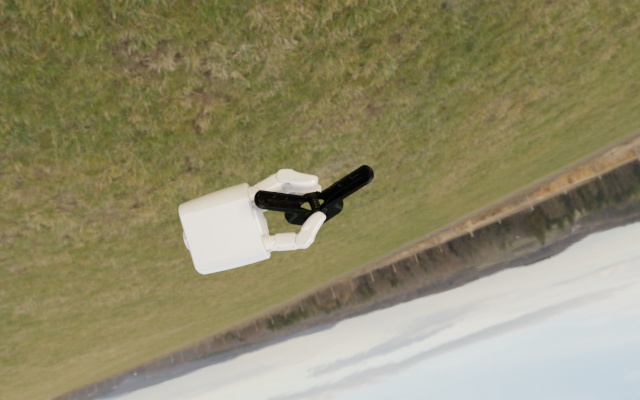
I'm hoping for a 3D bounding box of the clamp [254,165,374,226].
[{"bbox_3d":[0.000,0.003,0.722,0.164,0.036,0.210,-15,-15,2],"label":"clamp"}]
